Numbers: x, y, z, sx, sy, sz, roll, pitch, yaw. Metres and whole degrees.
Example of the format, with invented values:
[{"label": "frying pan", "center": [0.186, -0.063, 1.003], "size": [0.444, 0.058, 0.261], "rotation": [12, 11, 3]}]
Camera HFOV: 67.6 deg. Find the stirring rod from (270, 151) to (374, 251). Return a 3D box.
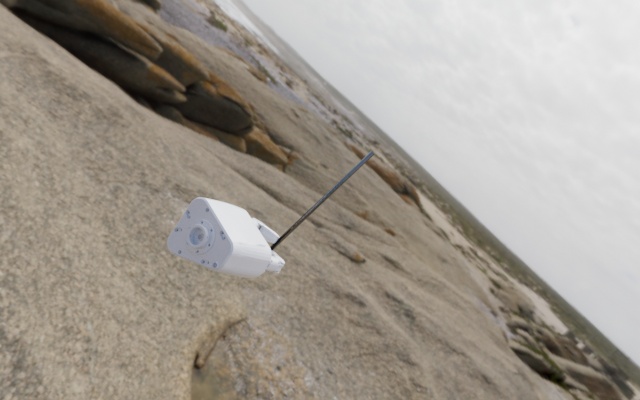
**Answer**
[{"label": "stirring rod", "center": [0.000, 0.003, 0.804], "size": [0.239, 0.011, 0.011], "rotation": [-43, -6, 7]}]
